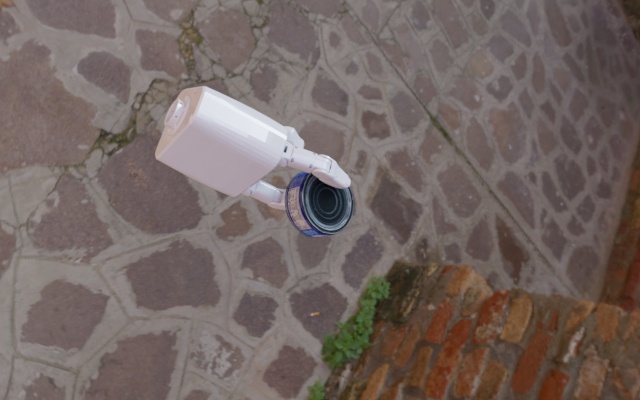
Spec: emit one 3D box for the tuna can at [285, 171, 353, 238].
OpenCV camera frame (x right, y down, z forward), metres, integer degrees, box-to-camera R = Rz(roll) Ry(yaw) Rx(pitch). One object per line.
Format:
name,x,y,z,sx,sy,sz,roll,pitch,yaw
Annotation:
tuna can,0.001,0.002,0.588,0.086,0.086,0.034,0,-8,-40
